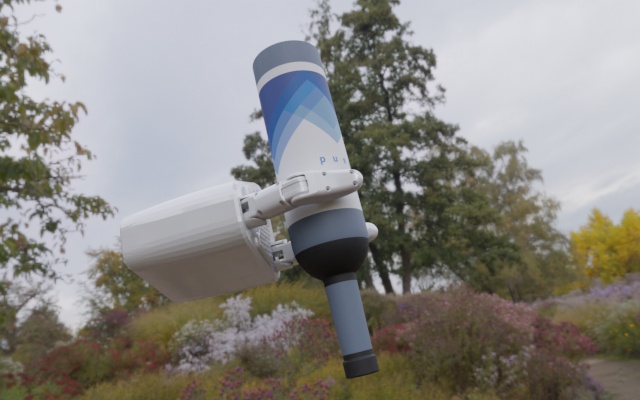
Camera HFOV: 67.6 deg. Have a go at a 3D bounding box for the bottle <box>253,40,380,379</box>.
[{"bbox_3d":[0.000,0.001,0.420,0.069,0.295,0.069,-13,-18,-4],"label":"bottle"}]
